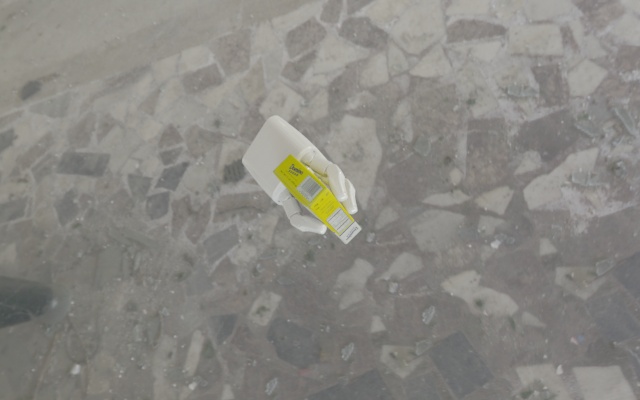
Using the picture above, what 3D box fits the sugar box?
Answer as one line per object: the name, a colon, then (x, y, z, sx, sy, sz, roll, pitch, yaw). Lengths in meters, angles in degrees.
sugar box: (0.000, 0.002, 0.770, 0.093, 0.048, 0.176, 45, 1, 31)
